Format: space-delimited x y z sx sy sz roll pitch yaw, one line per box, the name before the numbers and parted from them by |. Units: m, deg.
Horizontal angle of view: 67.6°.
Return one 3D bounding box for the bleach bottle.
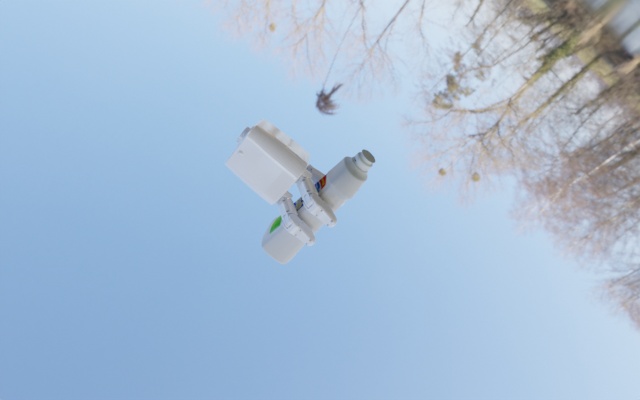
bleach bottle | 0.000 0.003 0.807 0.251 0.068 0.102 -45 12 31
